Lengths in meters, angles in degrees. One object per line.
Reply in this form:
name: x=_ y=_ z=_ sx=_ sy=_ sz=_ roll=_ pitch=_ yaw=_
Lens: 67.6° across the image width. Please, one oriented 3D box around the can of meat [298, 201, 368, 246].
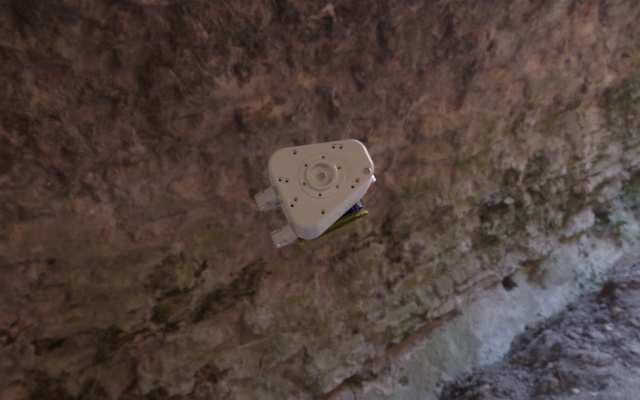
can of meat: x=0.000 y=0.002 z=0.653 sx=0.102 sy=0.084 sz=0.057 roll=-25 pitch=-7 yaw=-1
